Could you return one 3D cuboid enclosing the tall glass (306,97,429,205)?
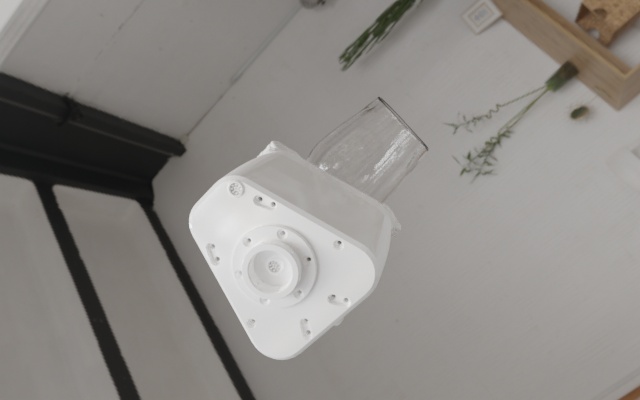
[{"bbox_3d":[0.000,0.002,0.425,0.201,0.079,0.079,-43,-14,15],"label":"tall glass"}]
